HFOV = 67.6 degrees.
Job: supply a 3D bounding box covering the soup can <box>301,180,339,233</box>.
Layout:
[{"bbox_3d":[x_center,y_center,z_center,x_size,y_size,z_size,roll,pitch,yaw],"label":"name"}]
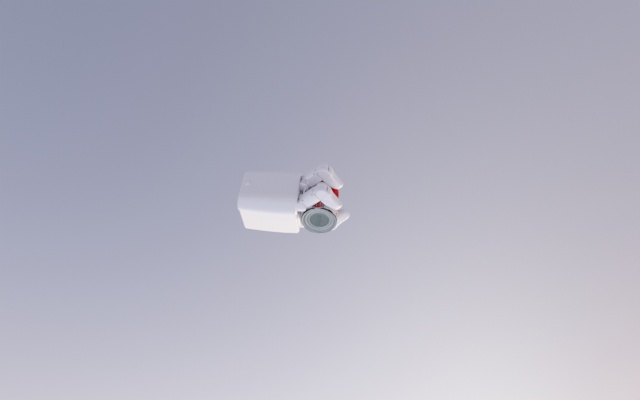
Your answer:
[{"bbox_3d":[0.001,0.003,0.897,0.068,0.069,0.102,0,43,5],"label":"soup can"}]
